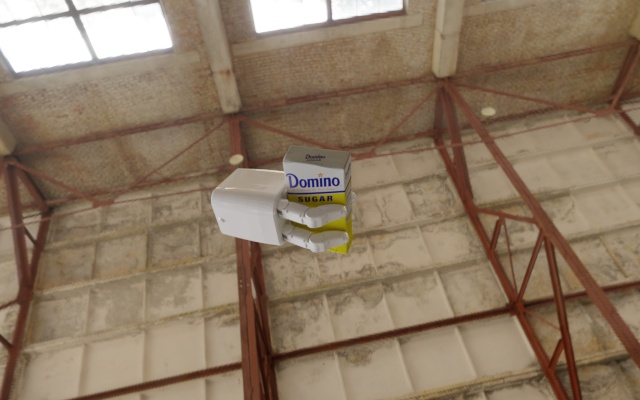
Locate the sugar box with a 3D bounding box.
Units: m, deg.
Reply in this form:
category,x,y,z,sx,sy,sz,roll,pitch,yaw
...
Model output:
category,x,y,z,sx,sy,sz,roll,pitch,yaw
sugar box,0.000,0.003,0.726,0.093,0.176,0.048,8,46,15
